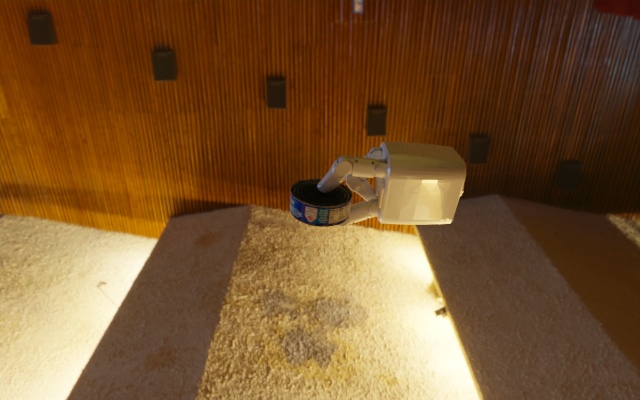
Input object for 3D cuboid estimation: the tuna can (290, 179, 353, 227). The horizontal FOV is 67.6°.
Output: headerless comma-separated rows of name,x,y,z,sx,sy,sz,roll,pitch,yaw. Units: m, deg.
tuna can,0.000,0.003,0.664,0.086,0.034,0.086,5,26,-2
